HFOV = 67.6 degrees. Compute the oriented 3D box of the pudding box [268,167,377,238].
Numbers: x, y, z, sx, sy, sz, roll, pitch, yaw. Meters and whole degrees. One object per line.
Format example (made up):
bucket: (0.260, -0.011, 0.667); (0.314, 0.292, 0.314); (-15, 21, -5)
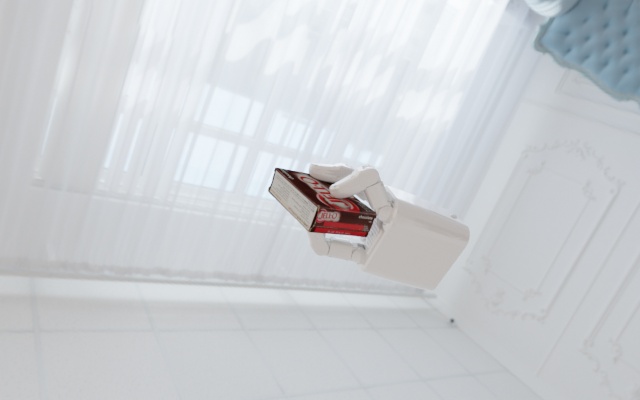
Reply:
pudding box: (0.000, 0.002, 0.586); (0.090, 0.039, 0.113); (9, 19, -38)
